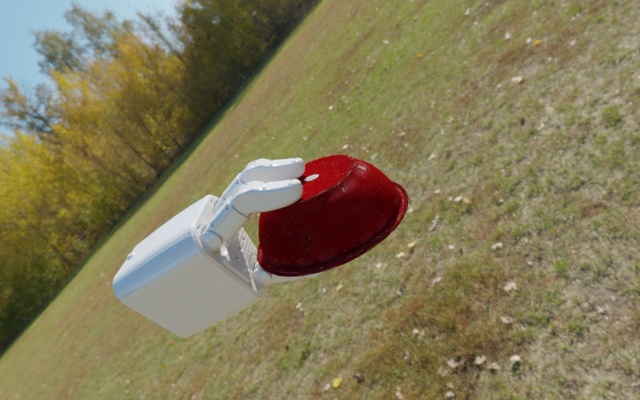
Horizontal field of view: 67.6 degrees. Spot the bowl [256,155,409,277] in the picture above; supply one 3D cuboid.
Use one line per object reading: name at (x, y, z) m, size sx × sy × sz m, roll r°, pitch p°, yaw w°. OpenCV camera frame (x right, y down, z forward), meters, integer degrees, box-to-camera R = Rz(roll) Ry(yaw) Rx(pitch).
bowl at (0.001, 0.001, 0.463) m, size 0.162 × 0.055 × 0.162 m, roll -21°, pitch 24°, yaw 10°
